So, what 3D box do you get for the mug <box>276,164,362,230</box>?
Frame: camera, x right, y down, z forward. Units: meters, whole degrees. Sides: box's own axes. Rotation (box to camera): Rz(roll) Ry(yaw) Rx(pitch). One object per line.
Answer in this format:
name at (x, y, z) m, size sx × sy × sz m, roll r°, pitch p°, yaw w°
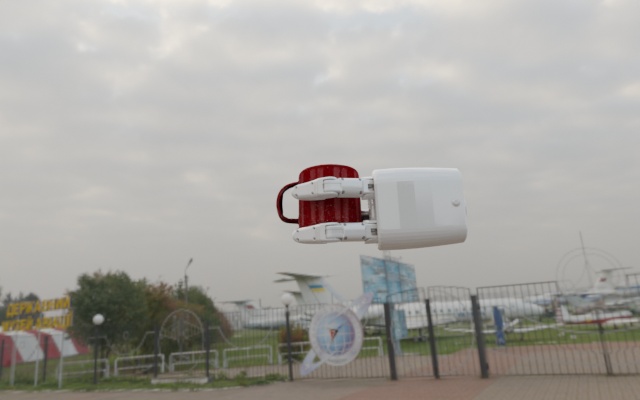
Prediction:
mug at (-0.001, 0.002, 0.631) m, size 0.117 × 0.081 × 0.093 m, roll -2°, pitch -14°, yaw 1°
